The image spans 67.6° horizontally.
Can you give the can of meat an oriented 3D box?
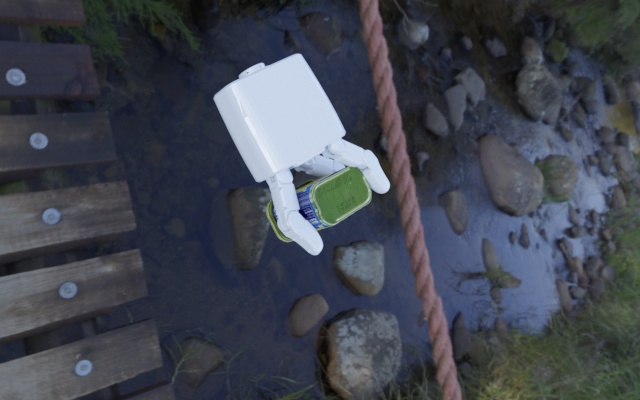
[{"bbox_3d":[0.000,0.002,0.577,0.084,0.057,0.102,-21,7,46],"label":"can of meat"}]
